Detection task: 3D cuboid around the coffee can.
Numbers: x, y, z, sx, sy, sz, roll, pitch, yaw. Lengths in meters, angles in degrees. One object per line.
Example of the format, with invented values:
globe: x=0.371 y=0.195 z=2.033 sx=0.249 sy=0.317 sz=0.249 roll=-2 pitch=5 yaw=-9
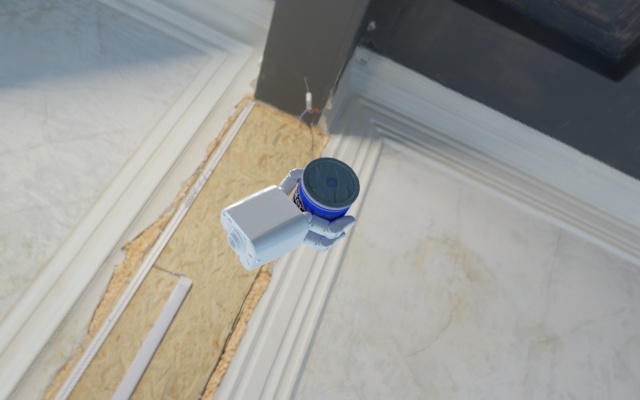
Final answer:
coffee can: x=0.000 y=0.003 z=0.862 sx=0.103 sy=0.102 sz=0.140 roll=0 pitch=-30 yaw=-18
